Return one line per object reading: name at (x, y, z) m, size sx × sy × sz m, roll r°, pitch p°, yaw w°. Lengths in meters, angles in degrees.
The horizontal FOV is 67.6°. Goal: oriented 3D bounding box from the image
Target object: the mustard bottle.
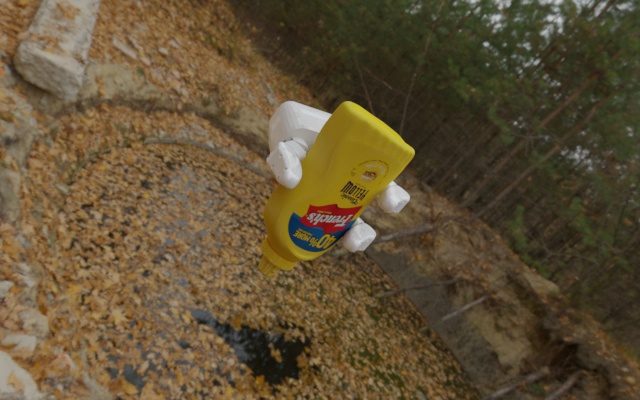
mustard bottle at (0.000, 0.002, 0.469) m, size 0.096 × 0.192 × 0.058 m, roll 22°, pitch 24°, yaw -47°
